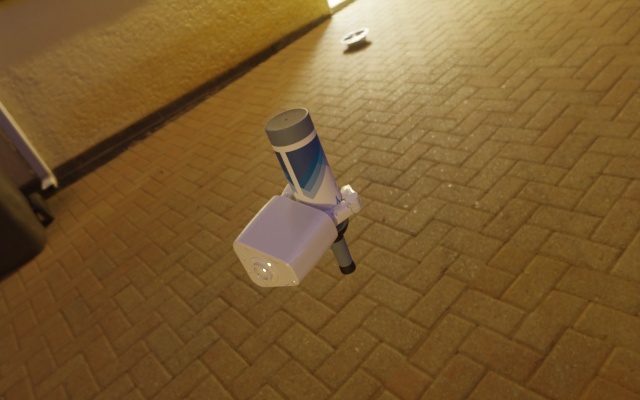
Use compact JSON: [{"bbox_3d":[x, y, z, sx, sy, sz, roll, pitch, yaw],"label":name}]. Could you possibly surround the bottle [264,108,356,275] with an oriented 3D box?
[{"bbox_3d":[0.000,0.002,0.743,0.069,0.296,0.069,-16,32,10],"label":"bottle"}]
